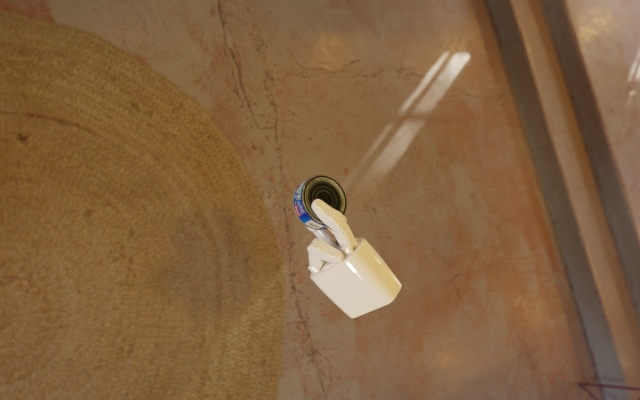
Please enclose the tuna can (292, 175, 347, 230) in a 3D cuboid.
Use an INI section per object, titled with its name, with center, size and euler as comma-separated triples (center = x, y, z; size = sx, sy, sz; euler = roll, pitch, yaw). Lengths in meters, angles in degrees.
[tuna can]
center = 0.000, 0.002, 0.772
size = 0.086, 0.086, 0.034
euler = 0, -16, -30
